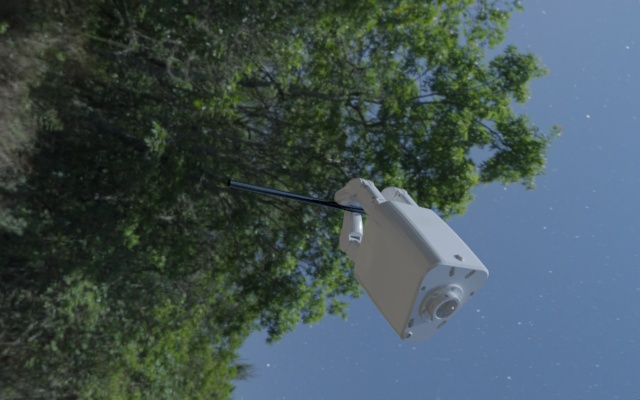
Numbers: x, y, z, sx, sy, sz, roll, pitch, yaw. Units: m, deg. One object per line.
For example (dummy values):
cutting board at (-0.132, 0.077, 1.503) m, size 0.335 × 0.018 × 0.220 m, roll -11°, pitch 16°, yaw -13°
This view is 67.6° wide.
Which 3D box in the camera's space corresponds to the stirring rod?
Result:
stirring rod at (0.000, 0.002, 0.582) m, size 0.239 × 0.011 × 0.011 m, roll 12°, pitch -7°, yaw -33°
